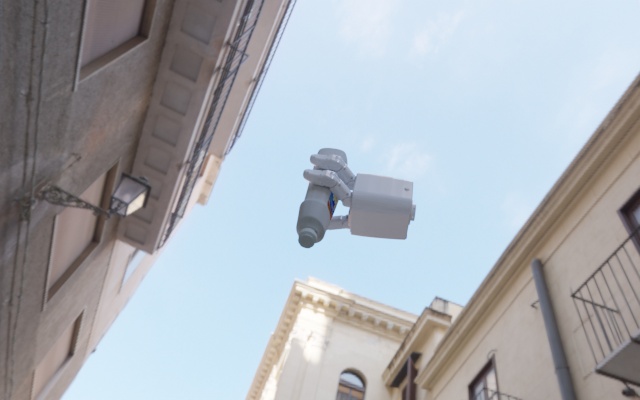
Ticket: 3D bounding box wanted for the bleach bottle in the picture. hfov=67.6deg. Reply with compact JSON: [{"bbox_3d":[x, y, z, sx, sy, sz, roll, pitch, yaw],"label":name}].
[{"bbox_3d":[0.000,0.003,0.878,0.068,0.103,0.250,7,36,8],"label":"bleach bottle"}]
